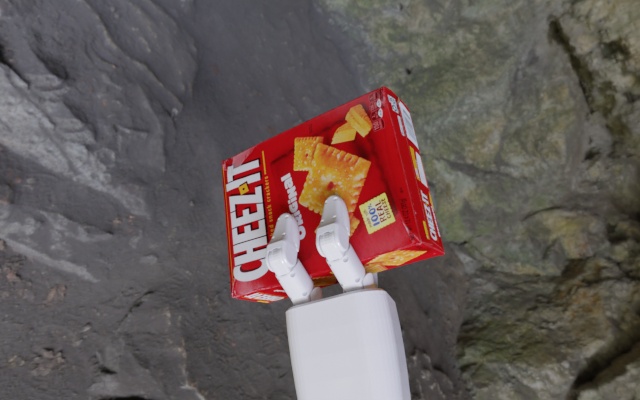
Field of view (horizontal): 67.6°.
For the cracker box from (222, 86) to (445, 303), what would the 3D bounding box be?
[{"bbox_3d":[0.000,0.002,0.493,0.214,0.164,0.072,-20,-25,26],"label":"cracker box"}]
